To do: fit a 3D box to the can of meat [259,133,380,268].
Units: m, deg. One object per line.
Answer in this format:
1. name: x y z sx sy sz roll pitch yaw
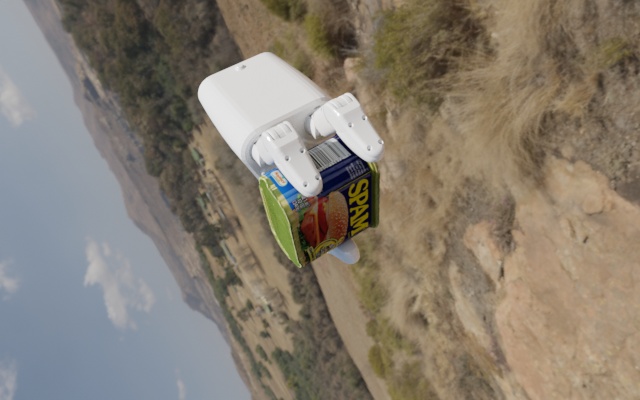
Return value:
1. can of meat: 0.000 0.002 0.406 0.084 0.057 0.102 -29 -35 -16
